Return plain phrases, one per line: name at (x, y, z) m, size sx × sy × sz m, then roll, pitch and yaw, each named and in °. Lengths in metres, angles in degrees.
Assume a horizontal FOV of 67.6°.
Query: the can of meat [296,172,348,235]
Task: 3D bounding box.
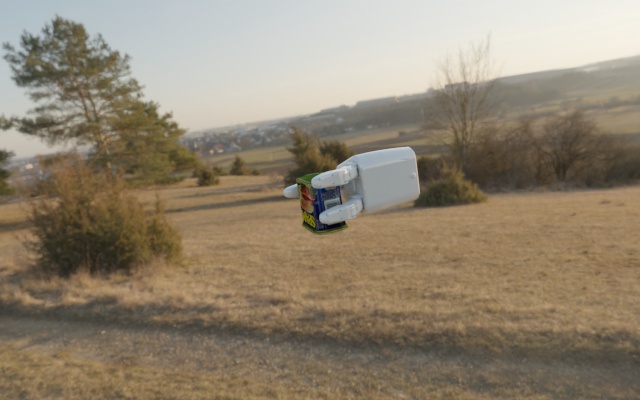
can of meat at (0.000, 0.002, 0.776) m, size 0.057 × 0.084 × 0.102 m, roll -13°, pitch 12°, yaw -17°
